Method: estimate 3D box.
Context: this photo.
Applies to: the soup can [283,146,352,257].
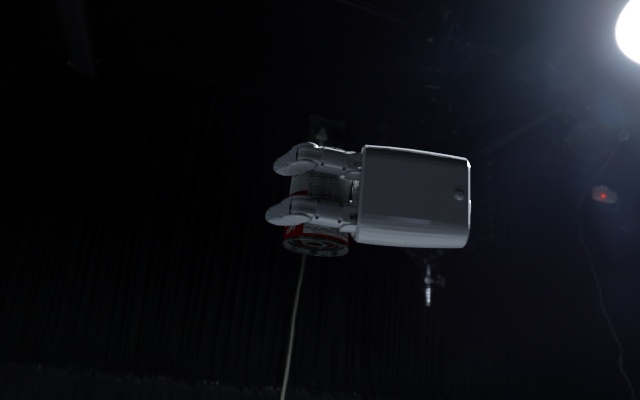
[{"bbox_3d":[0.000,0.001,0.505,0.068,0.102,0.068,5,-19,2],"label":"soup can"}]
